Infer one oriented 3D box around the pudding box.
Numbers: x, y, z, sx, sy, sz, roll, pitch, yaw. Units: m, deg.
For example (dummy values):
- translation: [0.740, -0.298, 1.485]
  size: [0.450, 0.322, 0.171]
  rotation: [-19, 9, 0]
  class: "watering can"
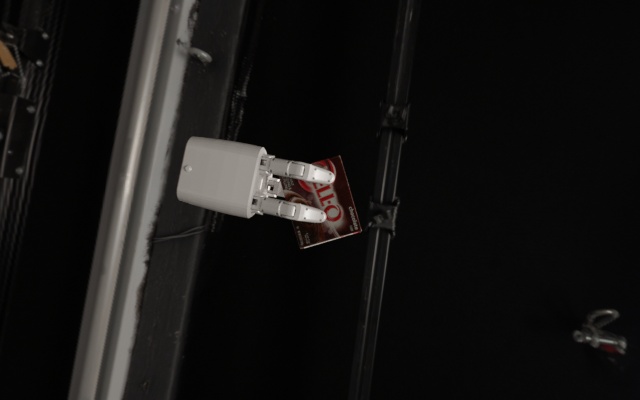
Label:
- translation: [0.000, 0.002, 0.675]
  size: [0.090, 0.113, 0.039]
  rotation: [-17, -2, 3]
  class: "pudding box"
